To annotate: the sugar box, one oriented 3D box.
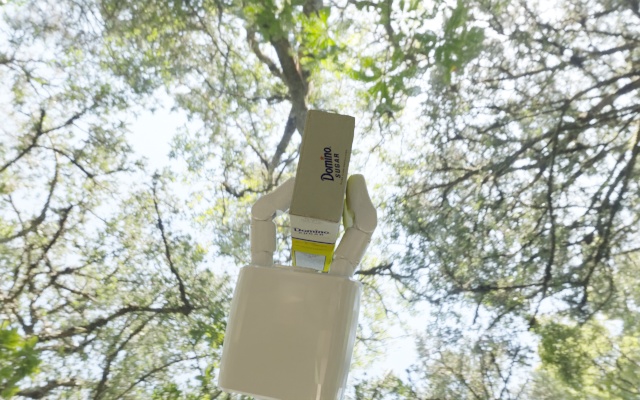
[{"bbox_3d":[0.001,0.002,0.444,0.048,0.093,0.176,10,-20,-1],"label":"sugar box"}]
